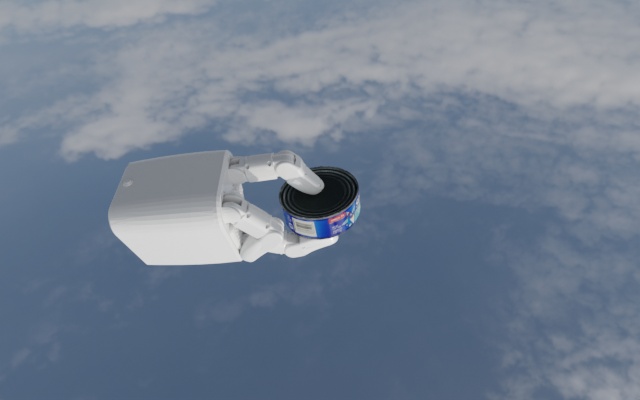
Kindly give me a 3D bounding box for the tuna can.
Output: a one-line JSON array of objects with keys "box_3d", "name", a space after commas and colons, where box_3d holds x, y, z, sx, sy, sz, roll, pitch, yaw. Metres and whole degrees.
[{"box_3d": [0.000, 0.002, 0.517, 0.086, 0.034, 0.086, -6, 40, 5], "name": "tuna can"}]
